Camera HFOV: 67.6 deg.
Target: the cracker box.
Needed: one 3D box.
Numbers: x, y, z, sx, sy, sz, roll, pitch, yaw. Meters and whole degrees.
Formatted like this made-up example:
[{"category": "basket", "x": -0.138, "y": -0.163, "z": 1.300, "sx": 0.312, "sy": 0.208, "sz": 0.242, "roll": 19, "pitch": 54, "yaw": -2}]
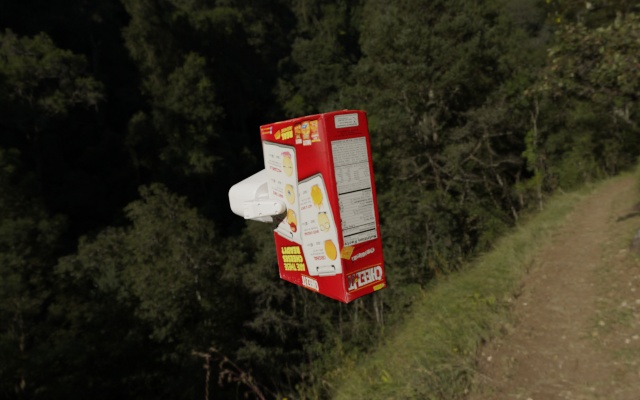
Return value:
[{"category": "cracker box", "x": 0.000, "y": 0.002, "z": 0.602, "sx": 0.072, "sy": 0.214, "sz": 0.164, "roll": -12, "pitch": 9, "yaw": -31}]
